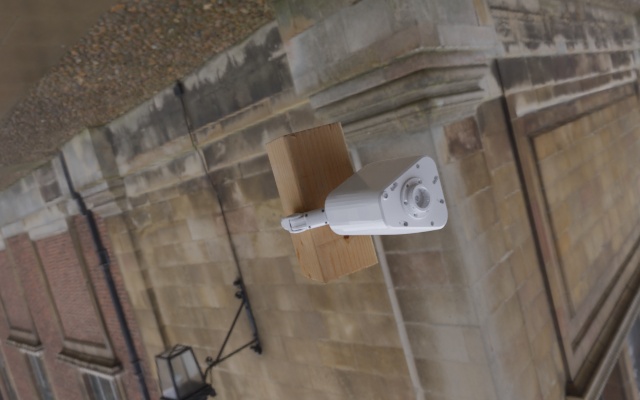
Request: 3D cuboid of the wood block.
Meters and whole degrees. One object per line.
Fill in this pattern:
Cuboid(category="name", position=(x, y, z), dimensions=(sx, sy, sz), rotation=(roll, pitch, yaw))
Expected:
Cuboid(category="wood block", position=(0.000, 0.002, 0.689), dimensions=(0.091, 0.206, 0.090), rotation=(-17, 5, -22))
